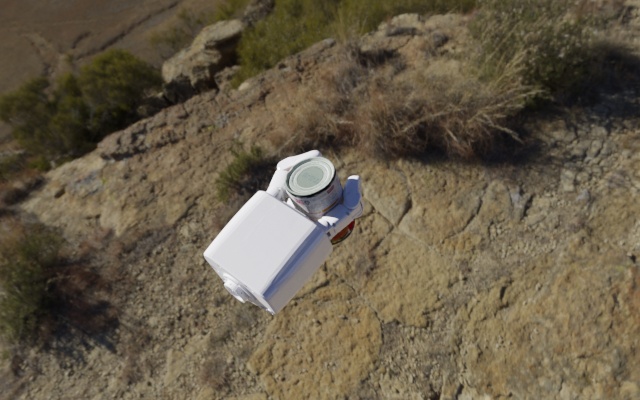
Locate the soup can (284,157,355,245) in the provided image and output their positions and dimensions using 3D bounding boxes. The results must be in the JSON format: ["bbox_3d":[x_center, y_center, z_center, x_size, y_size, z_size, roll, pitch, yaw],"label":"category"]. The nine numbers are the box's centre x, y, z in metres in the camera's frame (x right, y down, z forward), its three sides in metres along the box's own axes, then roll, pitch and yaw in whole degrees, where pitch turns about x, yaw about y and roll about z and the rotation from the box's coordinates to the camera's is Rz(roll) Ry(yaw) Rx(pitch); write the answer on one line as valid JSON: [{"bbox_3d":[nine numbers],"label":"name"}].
[{"bbox_3d":[0.000,0.002,0.618,0.068,0.068,0.102,0,-40,22],"label":"soup can"}]
